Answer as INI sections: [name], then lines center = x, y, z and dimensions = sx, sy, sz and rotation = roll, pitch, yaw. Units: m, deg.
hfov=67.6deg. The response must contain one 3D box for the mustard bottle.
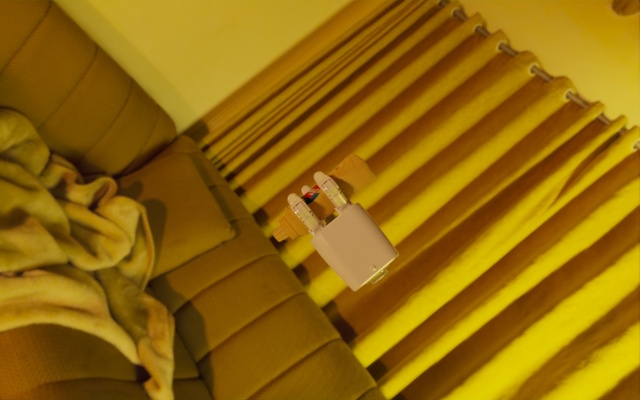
[mustard bottle]
center = 0.000, 0.002, 0.799
dimensions = 0.191, 0.058, 0.096
rotation = -39, 14, -2
